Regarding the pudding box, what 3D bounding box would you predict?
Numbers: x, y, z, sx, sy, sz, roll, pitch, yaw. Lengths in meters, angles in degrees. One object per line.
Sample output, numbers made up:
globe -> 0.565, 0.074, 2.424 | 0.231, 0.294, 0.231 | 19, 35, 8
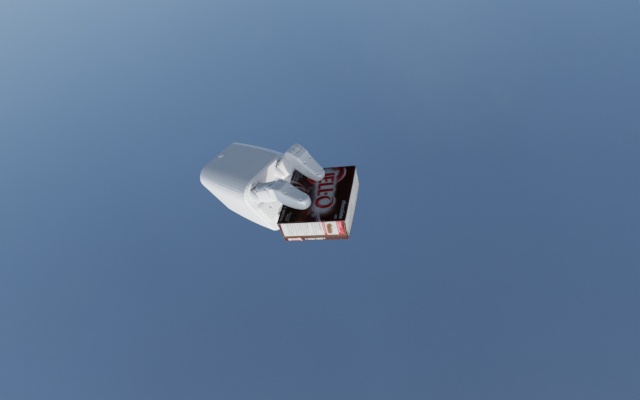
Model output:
pudding box -> 0.000, 0.002, 0.635 | 0.090, 0.039, 0.113 | -4, 43, 16
